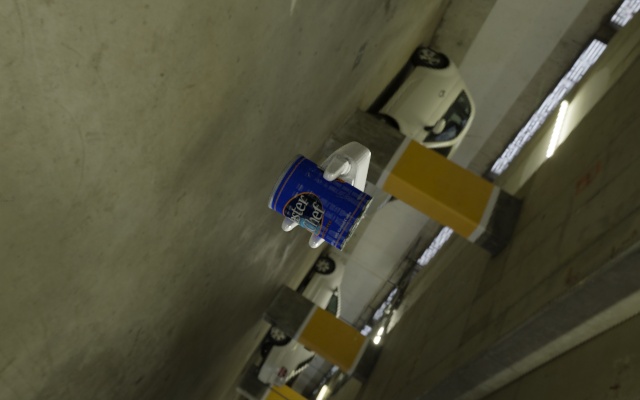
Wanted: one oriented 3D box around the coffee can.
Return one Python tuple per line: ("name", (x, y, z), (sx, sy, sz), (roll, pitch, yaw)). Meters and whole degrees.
("coffee can", (0.000, 0.002, 0.779), (0.140, 0.103, 0.103), (31, 4, 7))
